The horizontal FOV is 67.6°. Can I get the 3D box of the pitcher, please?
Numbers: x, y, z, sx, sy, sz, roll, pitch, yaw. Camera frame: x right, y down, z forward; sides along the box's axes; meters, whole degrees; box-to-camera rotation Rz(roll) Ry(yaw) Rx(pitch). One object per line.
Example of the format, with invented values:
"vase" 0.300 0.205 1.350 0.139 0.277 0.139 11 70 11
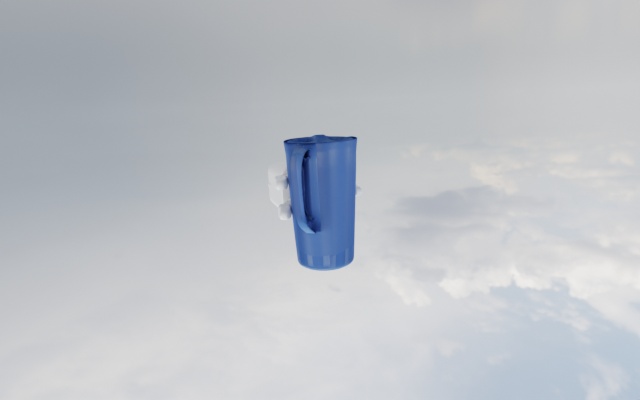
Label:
"pitcher" 0.000 0.003 0.875 0.149 0.243 0.145 -8 13 -22
